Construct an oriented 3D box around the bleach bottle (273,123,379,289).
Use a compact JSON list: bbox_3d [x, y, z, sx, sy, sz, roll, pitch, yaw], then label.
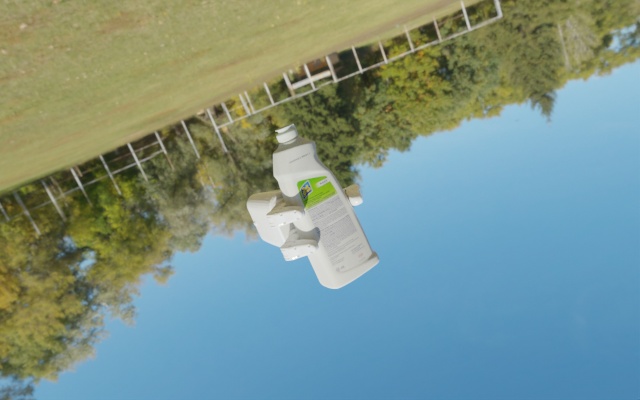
[{"bbox_3d":[0.000,0.002,0.724,0.102,0.251,0.068,-29,16,-26],"label":"bleach bottle"}]
